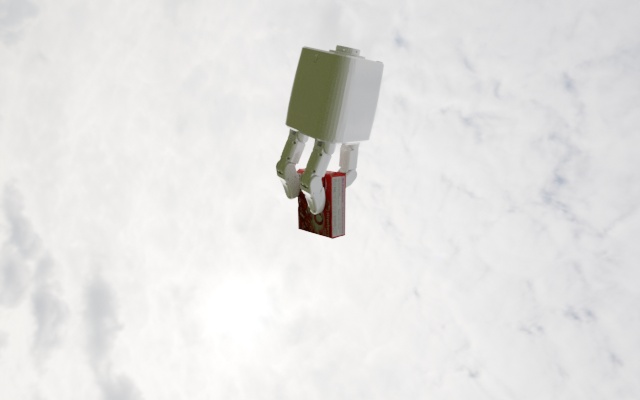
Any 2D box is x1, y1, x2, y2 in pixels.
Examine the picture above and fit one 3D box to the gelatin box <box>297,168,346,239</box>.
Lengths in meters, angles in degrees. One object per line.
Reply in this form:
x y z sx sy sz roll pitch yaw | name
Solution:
0.000 0.002 0.657 0.030 0.089 0.073 -10 14 -40 | gelatin box
